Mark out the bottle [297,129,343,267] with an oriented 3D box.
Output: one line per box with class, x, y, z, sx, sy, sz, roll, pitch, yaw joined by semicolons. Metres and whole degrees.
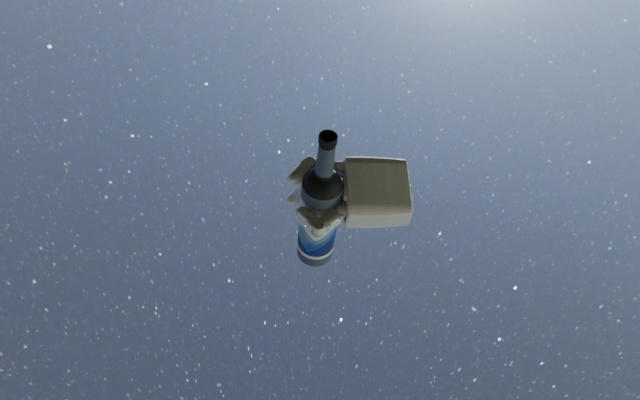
bottle;0.000;0.003;0.783;0.069;0.069;0.296;0;-39;-6
